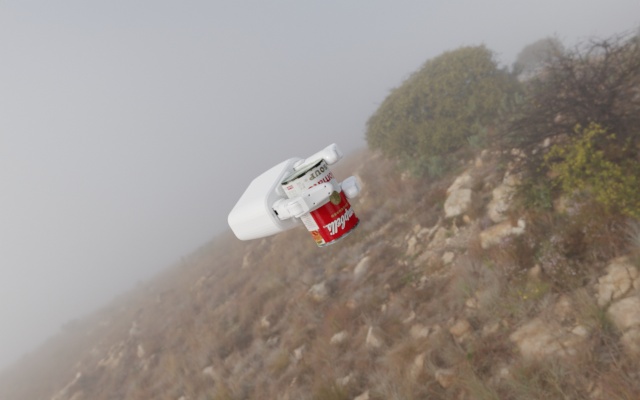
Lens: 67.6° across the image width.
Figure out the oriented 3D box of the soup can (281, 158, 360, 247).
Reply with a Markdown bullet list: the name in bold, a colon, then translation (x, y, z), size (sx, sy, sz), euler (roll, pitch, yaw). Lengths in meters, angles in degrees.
- **soup can**: translation (0.000, 0.002, 0.650), size (0.068, 0.102, 0.068), euler (-30, 10, 6)
